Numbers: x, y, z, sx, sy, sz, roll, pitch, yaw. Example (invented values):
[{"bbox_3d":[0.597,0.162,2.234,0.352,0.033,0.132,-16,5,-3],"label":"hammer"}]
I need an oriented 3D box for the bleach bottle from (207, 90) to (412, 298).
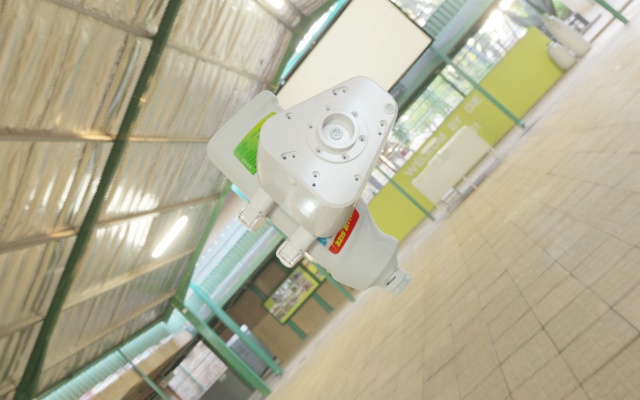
[{"bbox_3d":[0.000,0.002,0.514,0.251,0.102,0.068,43,-13,5],"label":"bleach bottle"}]
